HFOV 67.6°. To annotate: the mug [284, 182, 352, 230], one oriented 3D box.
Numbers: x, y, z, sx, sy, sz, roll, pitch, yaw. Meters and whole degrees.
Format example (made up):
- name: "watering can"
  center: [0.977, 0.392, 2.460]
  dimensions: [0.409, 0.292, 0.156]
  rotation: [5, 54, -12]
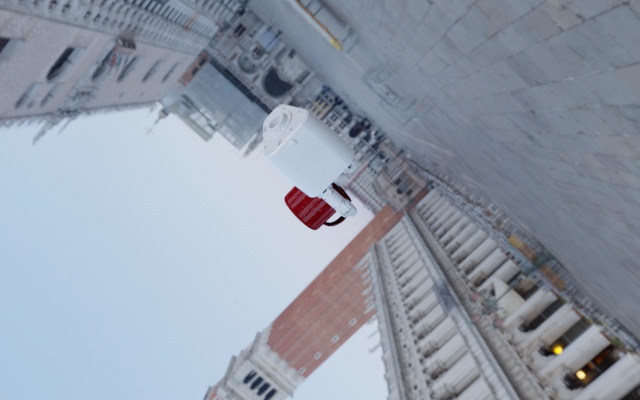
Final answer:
- name: "mug"
  center: [0.001, 0.004, 0.820]
  dimensions: [0.117, 0.081, 0.093]
  rotation: [40, 10, -33]
